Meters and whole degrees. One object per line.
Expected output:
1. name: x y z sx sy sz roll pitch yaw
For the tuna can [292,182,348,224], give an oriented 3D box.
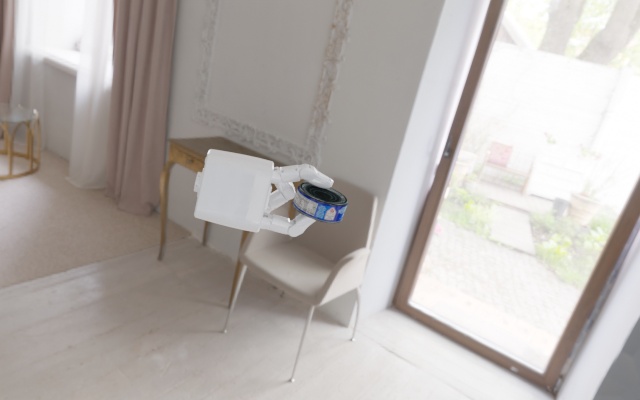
1. tuna can: 0.000 0.002 0.770 0.086 0.034 0.086 17 19 -6
